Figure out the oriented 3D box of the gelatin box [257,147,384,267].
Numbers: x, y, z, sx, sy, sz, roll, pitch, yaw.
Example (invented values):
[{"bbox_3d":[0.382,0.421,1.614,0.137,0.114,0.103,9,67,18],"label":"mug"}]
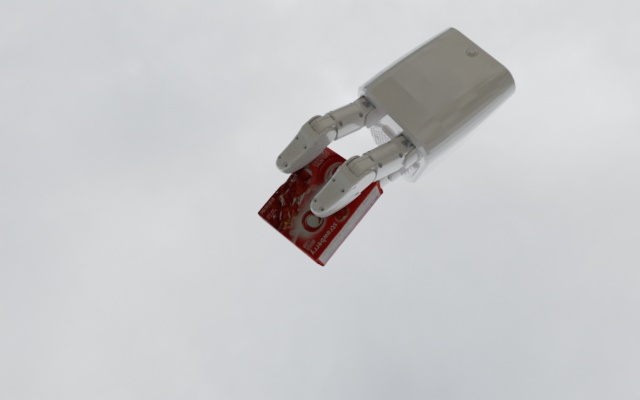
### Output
[{"bbox_3d":[0.000,0.002,0.425,0.073,0.089,0.030,36,-7,25],"label":"gelatin box"}]
